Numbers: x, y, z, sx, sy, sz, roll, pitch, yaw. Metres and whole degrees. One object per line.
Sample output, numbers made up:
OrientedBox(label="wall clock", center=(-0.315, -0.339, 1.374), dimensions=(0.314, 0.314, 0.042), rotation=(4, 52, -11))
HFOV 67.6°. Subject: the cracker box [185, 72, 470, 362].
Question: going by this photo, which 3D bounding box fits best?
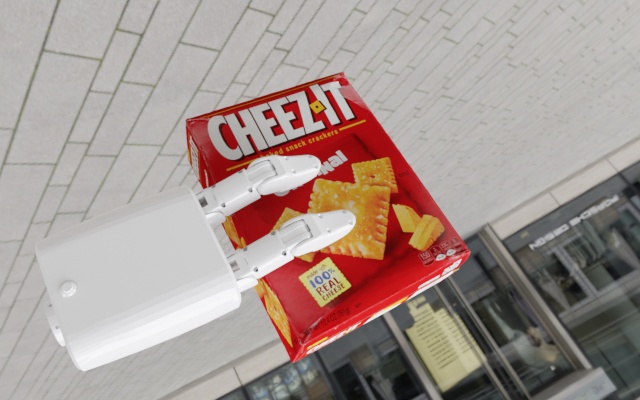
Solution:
OrientedBox(label="cracker box", center=(0.000, 0.002, 0.417), dimensions=(0.164, 0.213, 0.072), rotation=(-22, -22, -22))
